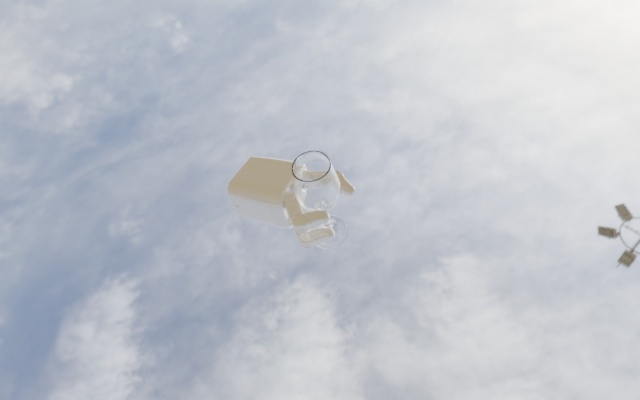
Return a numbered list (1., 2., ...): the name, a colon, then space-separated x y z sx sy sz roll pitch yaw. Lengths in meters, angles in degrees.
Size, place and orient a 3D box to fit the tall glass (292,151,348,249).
1. tall glass: 0.000 0.003 0.815 0.079 0.079 0.201 0 -34 10
